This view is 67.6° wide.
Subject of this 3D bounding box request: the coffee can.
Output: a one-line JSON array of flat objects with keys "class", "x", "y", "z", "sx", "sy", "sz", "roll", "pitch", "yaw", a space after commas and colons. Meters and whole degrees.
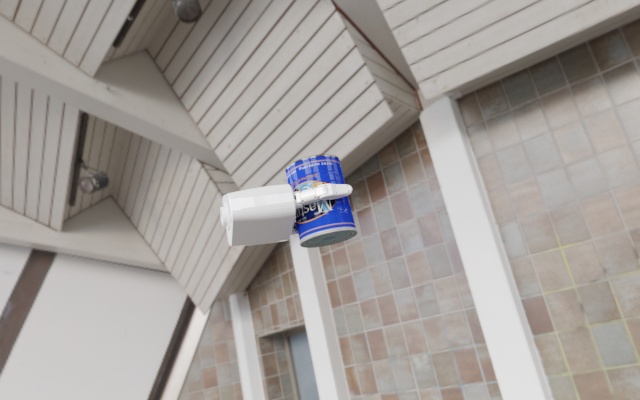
[{"class": "coffee can", "x": 0.000, "y": 0.003, "z": 0.848, "sx": 0.103, "sy": 0.140, "sz": 0.103, "roll": -12, "pitch": -16, "yaw": -3}]
